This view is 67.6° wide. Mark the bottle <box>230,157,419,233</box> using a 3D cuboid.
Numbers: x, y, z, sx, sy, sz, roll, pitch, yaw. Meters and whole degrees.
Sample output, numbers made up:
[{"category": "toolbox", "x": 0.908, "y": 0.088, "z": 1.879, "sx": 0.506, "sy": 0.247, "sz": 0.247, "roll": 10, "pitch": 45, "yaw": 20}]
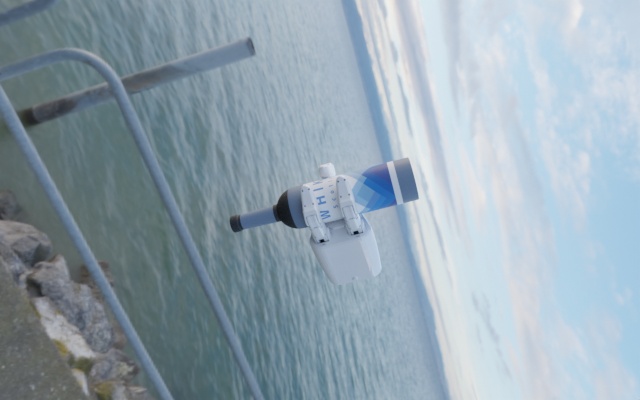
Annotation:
[{"category": "bottle", "x": 0.000, "y": 0.002, "z": 0.744, "sx": 0.296, "sy": 0.069, "sz": 0.069, "roll": -14, "pitch": -2, "yaw": 9}]
